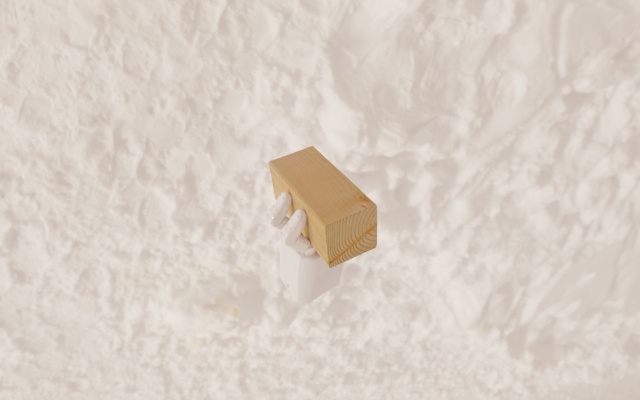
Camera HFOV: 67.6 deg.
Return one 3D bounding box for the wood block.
[{"bbox_3d":[0.000,0.003,0.791,0.091,0.090,0.206,-22,40,-19],"label":"wood block"}]
